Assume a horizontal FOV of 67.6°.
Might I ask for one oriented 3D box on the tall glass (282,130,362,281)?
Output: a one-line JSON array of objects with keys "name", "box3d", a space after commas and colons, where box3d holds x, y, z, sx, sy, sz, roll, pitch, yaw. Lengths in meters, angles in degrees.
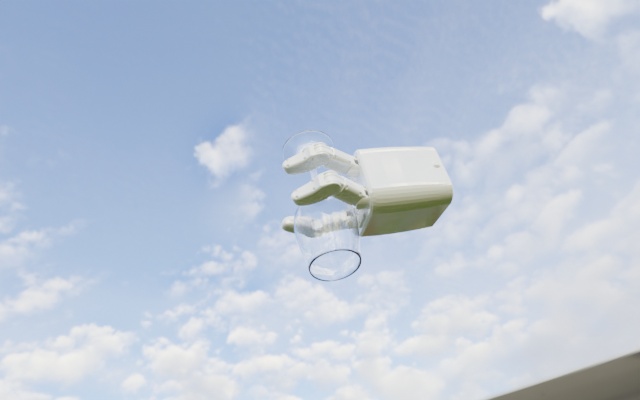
[{"name": "tall glass", "box3d": [0.000, 0.002, 0.608, 0.079, 0.200, 0.079, -7, -42, -6]}]
